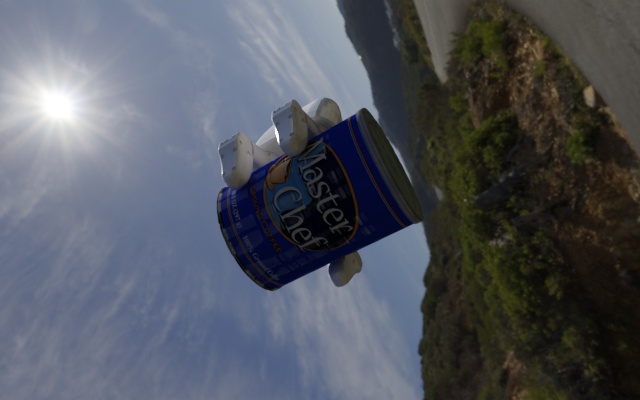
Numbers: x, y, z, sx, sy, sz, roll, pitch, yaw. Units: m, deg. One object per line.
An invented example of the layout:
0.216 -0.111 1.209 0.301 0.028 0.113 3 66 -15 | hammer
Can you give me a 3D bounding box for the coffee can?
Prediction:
0.000 0.001 0.403 0.140 0.103 0.103 -28 -8 16 | coffee can
